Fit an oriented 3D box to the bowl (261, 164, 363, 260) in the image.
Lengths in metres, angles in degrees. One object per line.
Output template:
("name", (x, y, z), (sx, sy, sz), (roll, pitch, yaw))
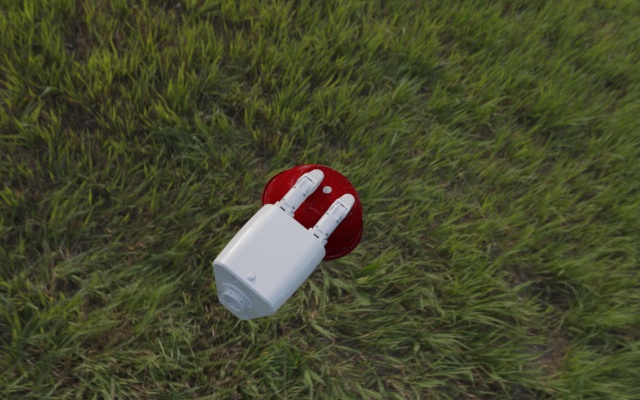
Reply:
("bowl", (0.001, 0.001, 0.685), (0.162, 0.162, 0.055), (0, -35, -28))
